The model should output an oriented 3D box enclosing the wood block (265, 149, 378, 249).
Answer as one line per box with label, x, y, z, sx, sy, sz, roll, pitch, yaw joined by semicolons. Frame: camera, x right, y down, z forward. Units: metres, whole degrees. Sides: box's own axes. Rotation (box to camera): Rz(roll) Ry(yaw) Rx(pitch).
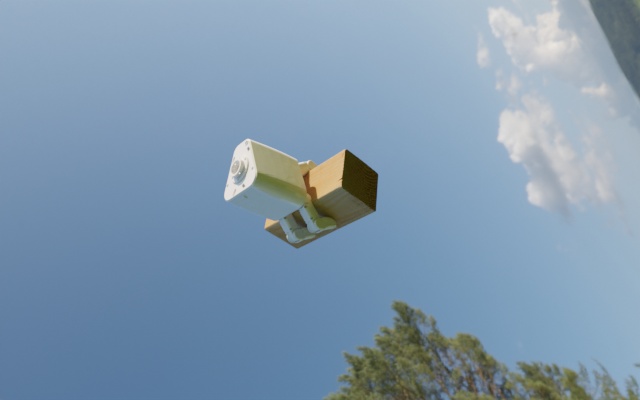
wood block;0.000;0.003;0.889;0.090;0.090;0.206;34;-44;-30
